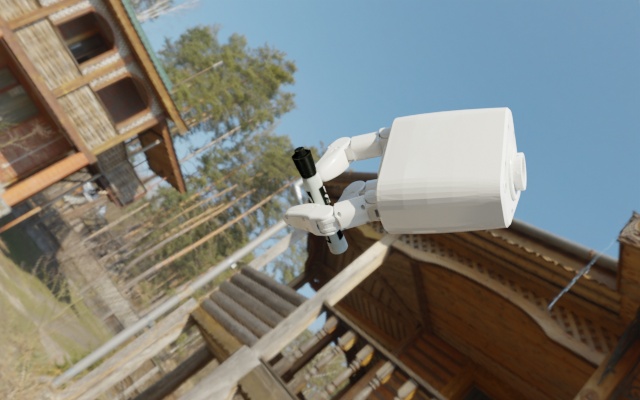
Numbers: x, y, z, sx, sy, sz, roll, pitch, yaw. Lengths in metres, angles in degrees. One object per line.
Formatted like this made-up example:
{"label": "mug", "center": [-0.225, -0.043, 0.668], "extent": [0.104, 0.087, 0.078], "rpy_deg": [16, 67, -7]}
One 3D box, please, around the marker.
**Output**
{"label": "marker", "center": [0.000, 0.001, 0.464], "extent": [0.020, 0.121, 0.020], "rpy_deg": [-16, 31, 10]}
